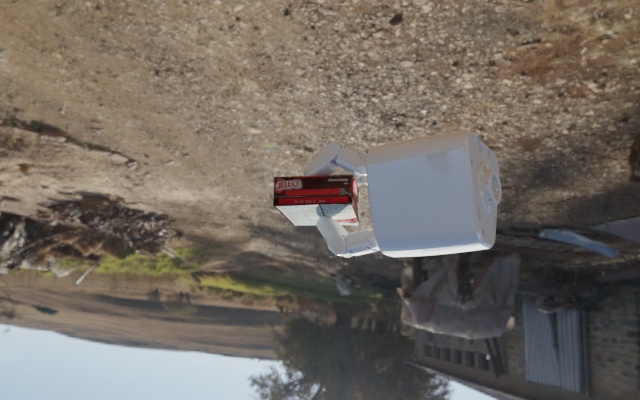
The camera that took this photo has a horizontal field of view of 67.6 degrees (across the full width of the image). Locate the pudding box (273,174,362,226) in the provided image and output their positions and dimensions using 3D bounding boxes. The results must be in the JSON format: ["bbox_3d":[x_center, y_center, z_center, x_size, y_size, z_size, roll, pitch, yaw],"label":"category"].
[{"bbox_3d":[0.000,0.002,0.566,0.090,0.039,0.113,0,-16,9],"label":"pudding box"}]
